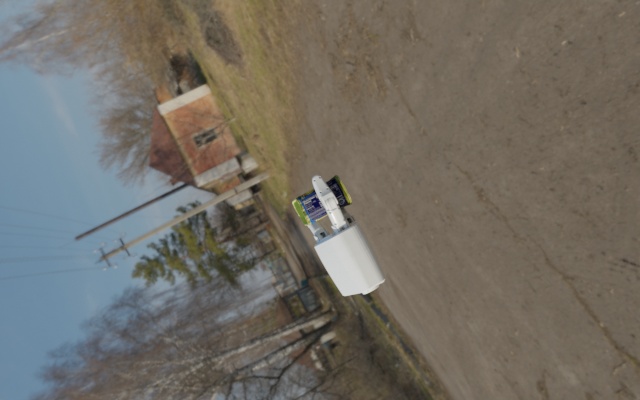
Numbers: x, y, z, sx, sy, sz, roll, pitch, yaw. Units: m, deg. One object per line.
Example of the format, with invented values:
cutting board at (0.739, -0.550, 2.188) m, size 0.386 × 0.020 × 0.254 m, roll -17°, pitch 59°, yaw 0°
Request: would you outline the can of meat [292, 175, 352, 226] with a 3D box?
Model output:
can of meat at (0.000, 0.003, 0.841) m, size 0.084 × 0.057 × 0.102 m, roll -28°, pitch 0°, yaw -8°
